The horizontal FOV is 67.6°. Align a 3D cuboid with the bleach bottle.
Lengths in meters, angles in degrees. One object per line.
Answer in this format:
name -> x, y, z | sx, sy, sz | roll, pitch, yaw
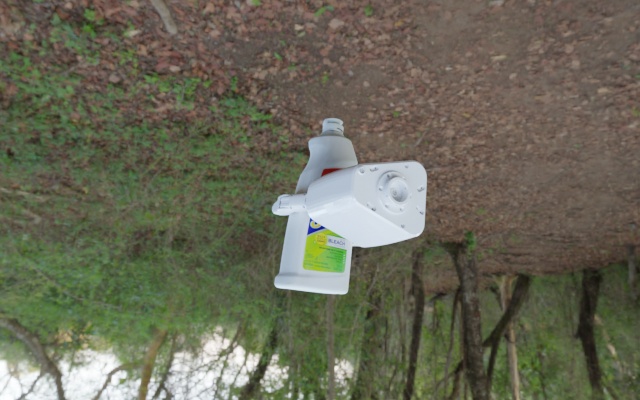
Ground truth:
bleach bottle -> 0.000, 0.002, 0.681 | 0.102, 0.250, 0.068 | 12, -15, -26
